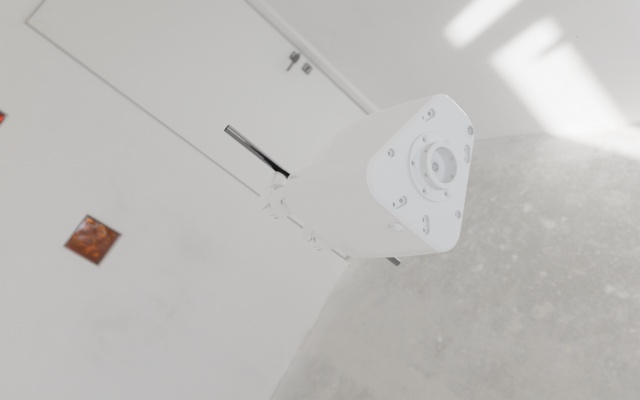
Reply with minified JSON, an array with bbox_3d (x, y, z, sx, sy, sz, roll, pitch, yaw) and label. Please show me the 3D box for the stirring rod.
[{"bbox_3d":[0.000,0.002,0.487,0.239,0.011,0.011,38,-17,-23],"label":"stirring rod"}]
